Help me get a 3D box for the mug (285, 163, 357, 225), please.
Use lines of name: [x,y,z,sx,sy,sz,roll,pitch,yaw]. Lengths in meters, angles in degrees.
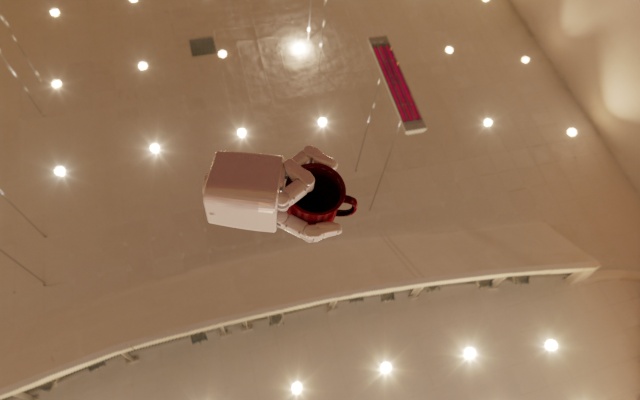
mug: [0.002,0.003,0.759,0.117,0.093,0.081,8,-29,-3]
